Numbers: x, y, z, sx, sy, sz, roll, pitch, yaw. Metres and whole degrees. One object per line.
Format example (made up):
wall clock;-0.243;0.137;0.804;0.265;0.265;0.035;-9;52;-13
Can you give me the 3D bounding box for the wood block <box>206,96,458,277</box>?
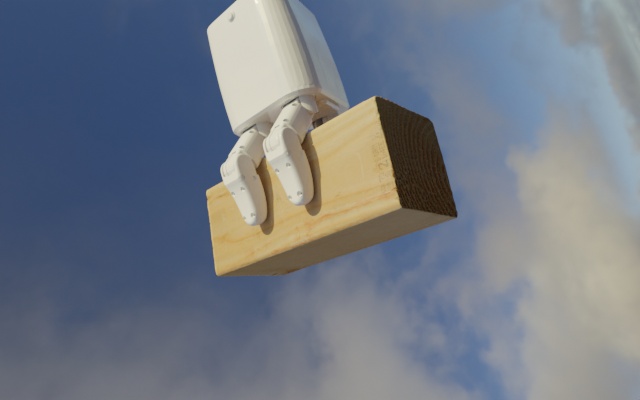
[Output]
wood block;0.000;0.001;0.425;0.206;0.090;0.091;-23;-20;37
